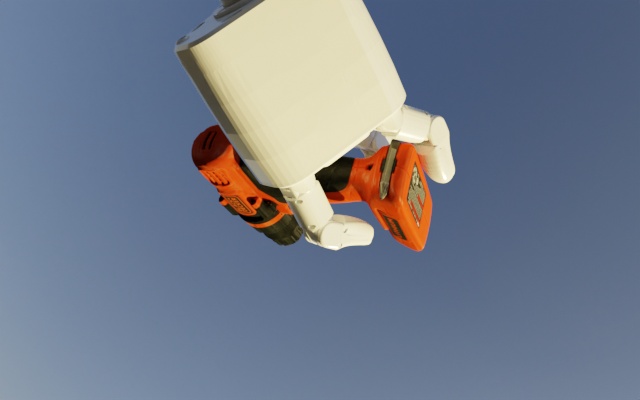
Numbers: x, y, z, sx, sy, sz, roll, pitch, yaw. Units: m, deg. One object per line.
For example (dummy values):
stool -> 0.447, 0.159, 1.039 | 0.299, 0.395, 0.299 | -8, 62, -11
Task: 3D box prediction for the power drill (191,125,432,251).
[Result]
power drill -> 0.000, 0.001, 0.432 | 0.187, 0.057, 0.184 | 4, -26, 24
